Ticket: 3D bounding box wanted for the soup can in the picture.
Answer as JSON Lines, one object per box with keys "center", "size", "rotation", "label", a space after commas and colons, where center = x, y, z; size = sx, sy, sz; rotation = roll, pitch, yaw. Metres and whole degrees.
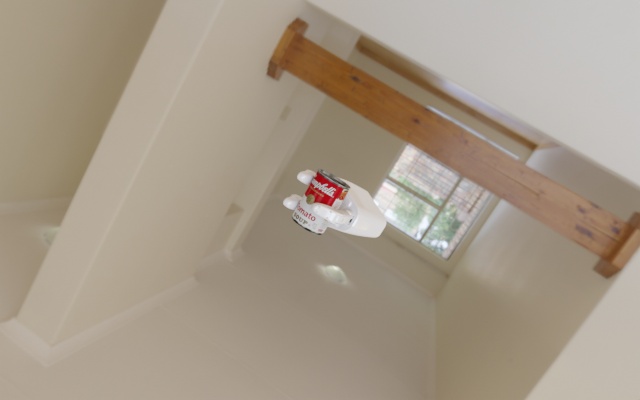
{"center": [0.000, 0.003, 0.871], "size": [0.068, 0.102, 0.068], "rotation": [29, 11, -6], "label": "soup can"}
